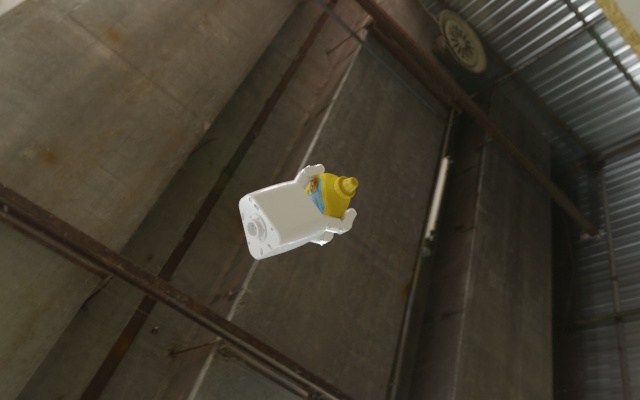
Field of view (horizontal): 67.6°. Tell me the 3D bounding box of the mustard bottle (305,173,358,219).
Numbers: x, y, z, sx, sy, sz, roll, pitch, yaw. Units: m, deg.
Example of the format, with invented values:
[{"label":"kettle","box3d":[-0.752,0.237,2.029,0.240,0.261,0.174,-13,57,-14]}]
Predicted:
[{"label":"mustard bottle","box3d":[0.000,0.003,0.893,0.058,0.096,0.192,13,-30,-36]}]
